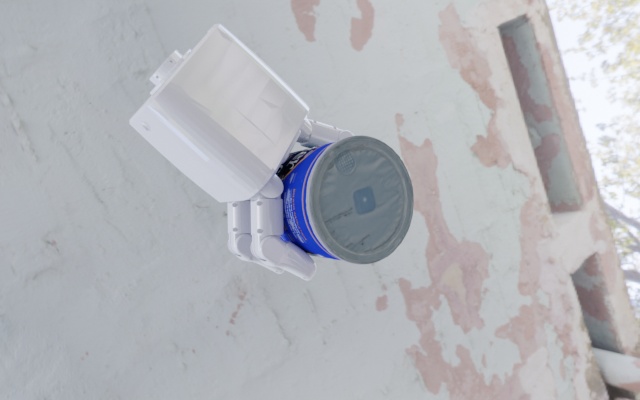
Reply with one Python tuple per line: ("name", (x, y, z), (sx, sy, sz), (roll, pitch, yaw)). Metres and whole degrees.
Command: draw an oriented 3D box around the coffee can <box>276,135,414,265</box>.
("coffee can", (0.000, 0.001, 0.437), (0.103, 0.103, 0.140), (0, -2, -31))
